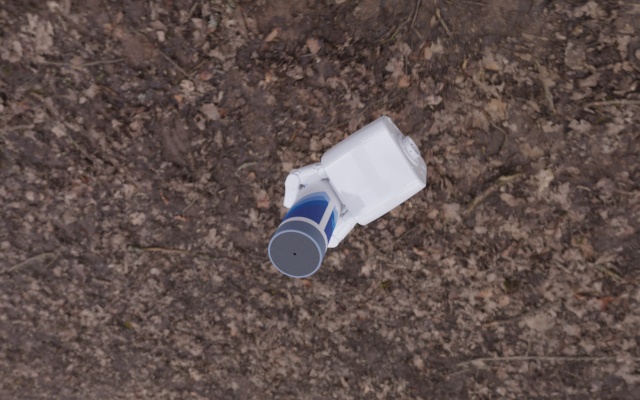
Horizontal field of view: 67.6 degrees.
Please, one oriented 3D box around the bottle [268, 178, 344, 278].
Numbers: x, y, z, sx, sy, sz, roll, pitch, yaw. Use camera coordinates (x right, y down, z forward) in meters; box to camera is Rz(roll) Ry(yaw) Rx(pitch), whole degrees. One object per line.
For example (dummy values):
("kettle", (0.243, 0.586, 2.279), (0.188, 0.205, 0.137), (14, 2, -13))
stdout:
("bottle", (0.000, 0.002, 0.696), (0.069, 0.069, 0.295), (0, 25, 13))
